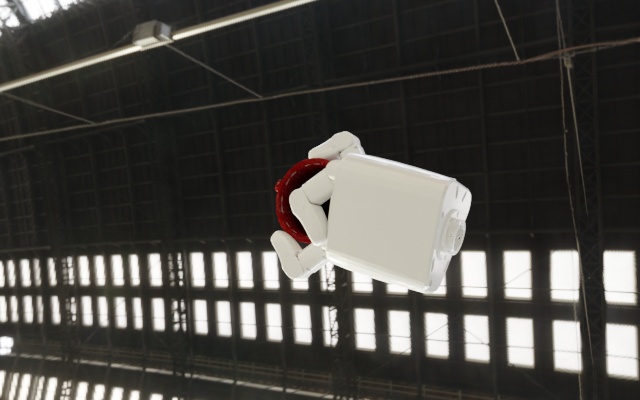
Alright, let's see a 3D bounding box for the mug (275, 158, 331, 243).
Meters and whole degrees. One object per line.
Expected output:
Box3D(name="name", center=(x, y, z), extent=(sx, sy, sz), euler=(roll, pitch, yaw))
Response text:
Box3D(name="mug", center=(-0.001, 0.002, 0.556), extent=(0.117, 0.093, 0.081), euler=(19, 2, 32))
